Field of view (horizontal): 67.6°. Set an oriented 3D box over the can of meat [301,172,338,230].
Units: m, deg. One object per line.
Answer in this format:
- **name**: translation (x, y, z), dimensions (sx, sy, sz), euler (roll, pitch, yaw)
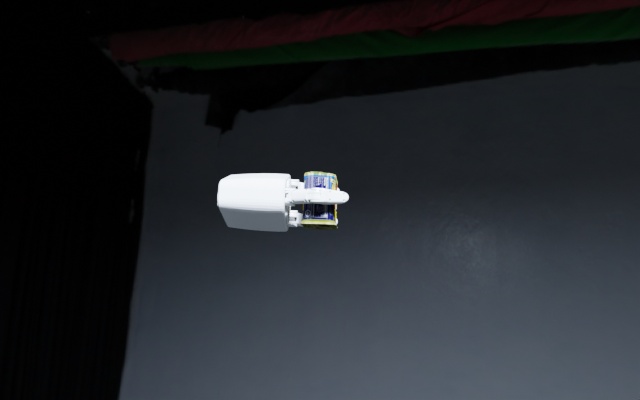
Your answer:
- **can of meat**: translation (0.000, 0.002, 0.797), dimensions (0.057, 0.084, 0.102), euler (1, -8, 4)
